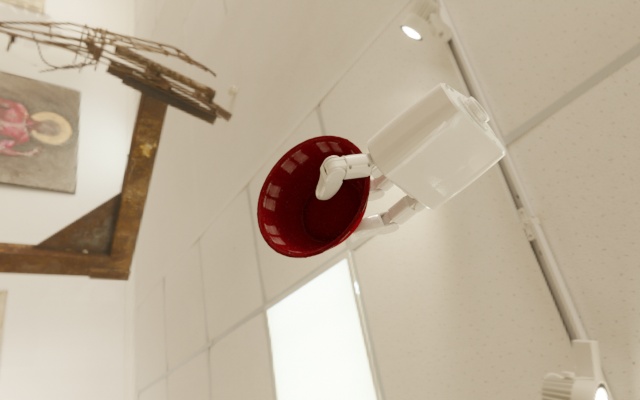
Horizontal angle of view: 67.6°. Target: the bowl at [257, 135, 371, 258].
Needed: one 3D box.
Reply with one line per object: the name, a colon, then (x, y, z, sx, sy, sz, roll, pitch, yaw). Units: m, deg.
bowl: (-0.001, 0.003, 0.597, 0.162, 0.162, 0.055, 0, -23, 34)
